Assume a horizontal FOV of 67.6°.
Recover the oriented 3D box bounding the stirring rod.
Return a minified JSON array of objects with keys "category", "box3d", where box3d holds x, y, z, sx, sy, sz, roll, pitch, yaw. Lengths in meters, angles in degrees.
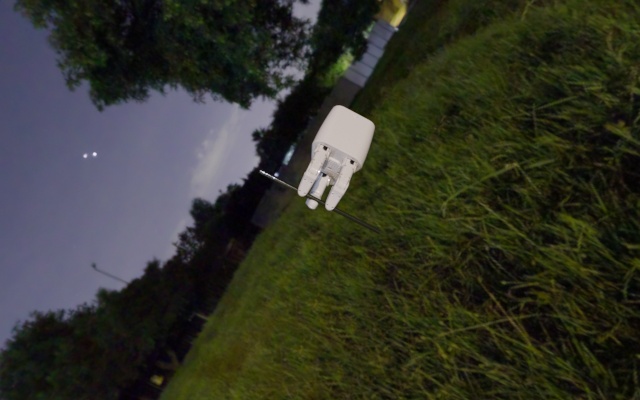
[{"category":"stirring rod","box3d":[0.000,0.003,0.848,0.239,0.011,0.011,27,-2,-5]}]
